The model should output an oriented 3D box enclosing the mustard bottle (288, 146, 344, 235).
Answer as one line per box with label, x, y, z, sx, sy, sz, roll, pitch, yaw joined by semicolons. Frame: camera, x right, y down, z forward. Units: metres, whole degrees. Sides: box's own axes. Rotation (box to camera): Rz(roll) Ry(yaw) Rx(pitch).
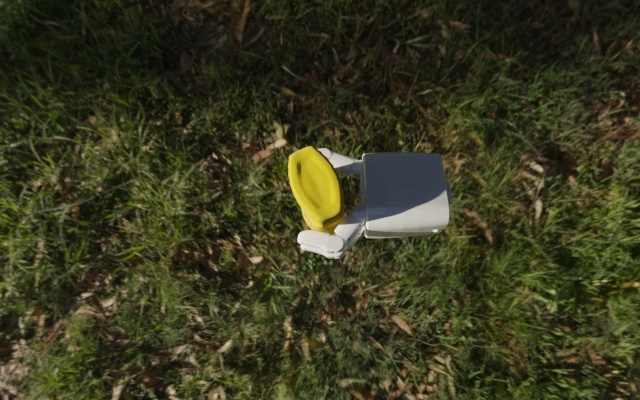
mustard bottle;0.000;0.002;0.652;0.058;0.096;0.192;-26;-15;-3
